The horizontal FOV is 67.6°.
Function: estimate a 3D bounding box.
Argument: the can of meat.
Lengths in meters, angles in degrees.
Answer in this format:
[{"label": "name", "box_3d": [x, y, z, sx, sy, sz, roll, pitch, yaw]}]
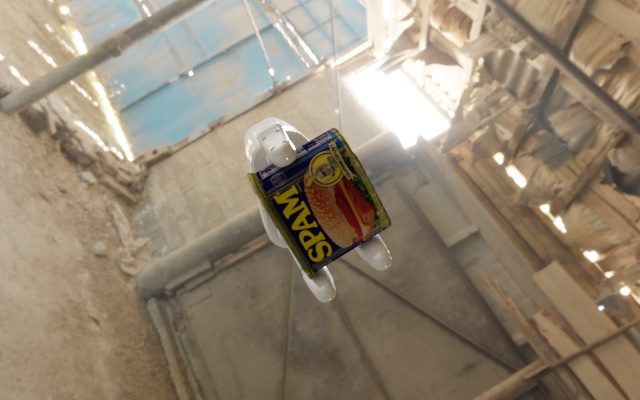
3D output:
[{"label": "can of meat", "box_3d": [0.000, 0.001, 0.403, 0.084, 0.102, 0.057, -31, 20, -3]}]
